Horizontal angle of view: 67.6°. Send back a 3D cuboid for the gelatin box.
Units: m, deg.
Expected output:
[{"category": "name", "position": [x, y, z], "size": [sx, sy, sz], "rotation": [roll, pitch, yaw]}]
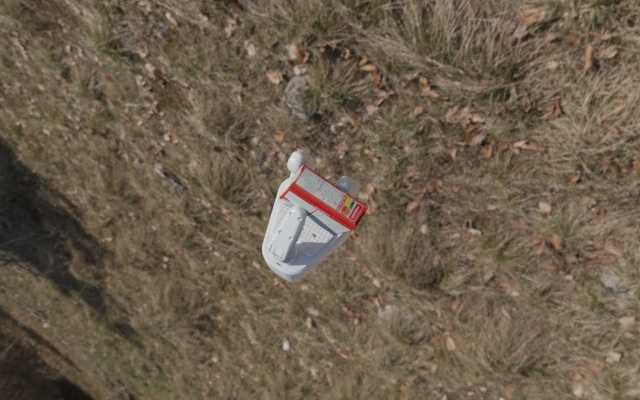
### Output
[{"category": "gelatin box", "position": [0.000, 0.002, 0.477], "size": [0.073, 0.030, 0.089], "rotation": [34, -11, -5]}]
